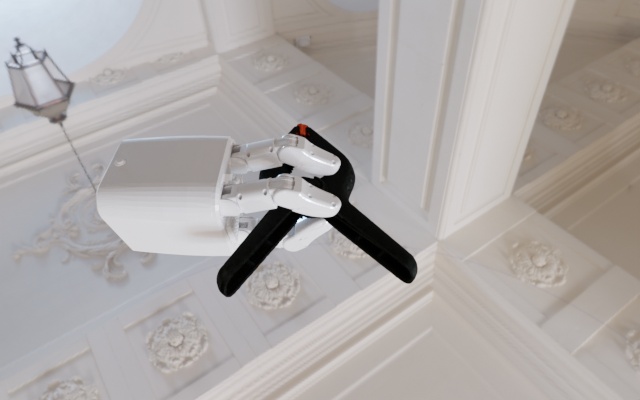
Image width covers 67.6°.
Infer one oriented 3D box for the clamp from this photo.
[{"bbox_3d":[0.000,0.002,0.452,0.164,0.209,0.036,2,-45,0],"label":"clamp"}]
